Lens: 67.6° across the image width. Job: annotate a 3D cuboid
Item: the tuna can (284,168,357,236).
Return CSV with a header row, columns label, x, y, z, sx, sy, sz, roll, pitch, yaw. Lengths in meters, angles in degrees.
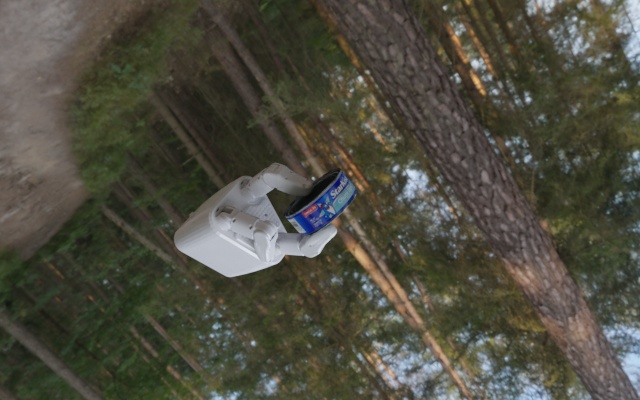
label,x,y,z,sx,sy,sz,roll,pitch,yaw
tuna can,0.000,0.002,0.557,0.086,0.034,0.086,-38,12,10
